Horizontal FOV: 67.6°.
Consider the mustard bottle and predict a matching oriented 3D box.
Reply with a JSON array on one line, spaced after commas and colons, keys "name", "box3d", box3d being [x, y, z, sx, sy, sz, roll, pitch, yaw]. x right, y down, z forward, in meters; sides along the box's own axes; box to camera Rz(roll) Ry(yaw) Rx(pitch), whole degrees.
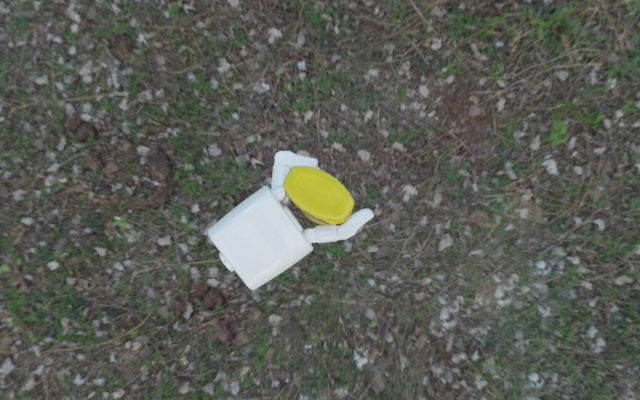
[{"name": "mustard bottle", "box3d": [0.000, 0.002, 0.706, 0.096, 0.058, 0.191, 29, -6, 5]}]
